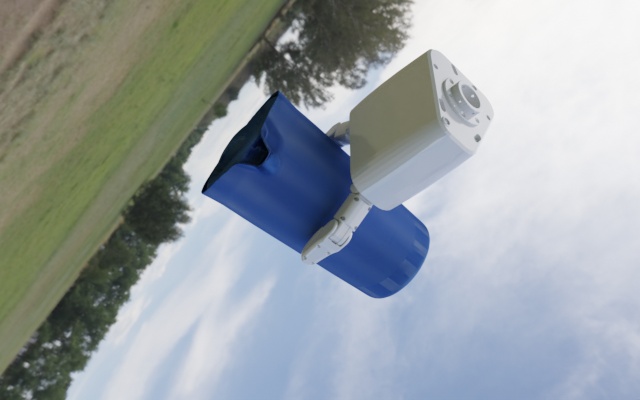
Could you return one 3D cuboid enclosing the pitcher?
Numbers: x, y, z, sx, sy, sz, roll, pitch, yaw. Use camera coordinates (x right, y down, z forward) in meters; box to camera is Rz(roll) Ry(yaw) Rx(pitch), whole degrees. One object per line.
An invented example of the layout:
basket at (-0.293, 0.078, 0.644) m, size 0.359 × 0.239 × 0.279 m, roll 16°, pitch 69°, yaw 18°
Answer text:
pitcher at (0.000, 0.002, 0.541) m, size 0.243 × 0.149 × 0.145 m, roll 37°, pitch -47°, yaw -18°
